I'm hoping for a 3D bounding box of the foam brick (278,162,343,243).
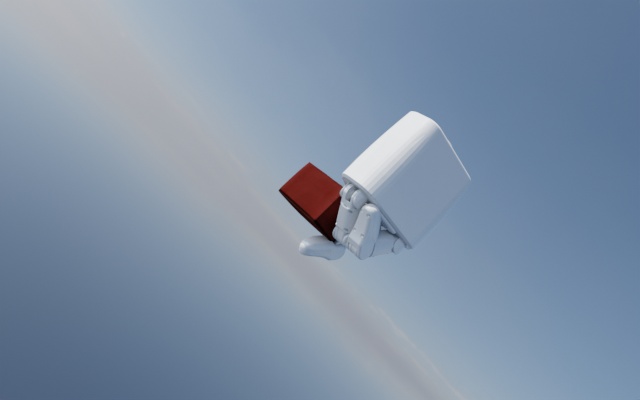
[{"bbox_3d":[0.000,0.002,0.559,0.078,0.051,0.053,40,-8,42],"label":"foam brick"}]
